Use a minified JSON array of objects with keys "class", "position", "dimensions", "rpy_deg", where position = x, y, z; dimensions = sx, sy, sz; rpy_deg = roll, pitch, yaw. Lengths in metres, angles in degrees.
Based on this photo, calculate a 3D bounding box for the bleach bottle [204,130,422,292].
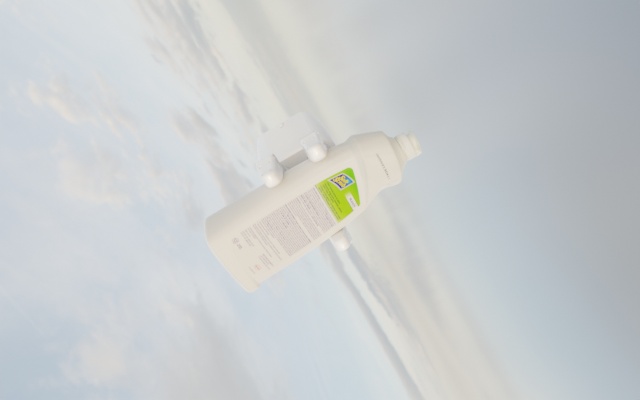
[{"class":"bleach bottle","position":[0.000,0.002,0.541],"dimensions":[0.251,0.103,0.068],"rpy_deg":[-29,35,4]}]
